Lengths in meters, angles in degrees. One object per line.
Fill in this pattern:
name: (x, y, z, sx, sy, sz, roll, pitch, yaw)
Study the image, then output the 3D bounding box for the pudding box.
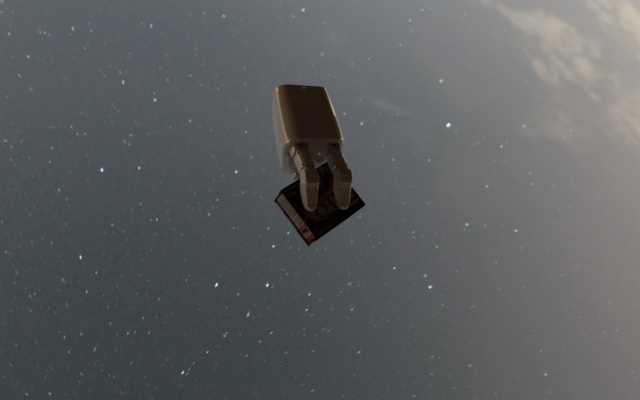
pudding box: (0.000, 0.002, 0.719, 0.113, 0.090, 0.039, -34, -6, -33)
